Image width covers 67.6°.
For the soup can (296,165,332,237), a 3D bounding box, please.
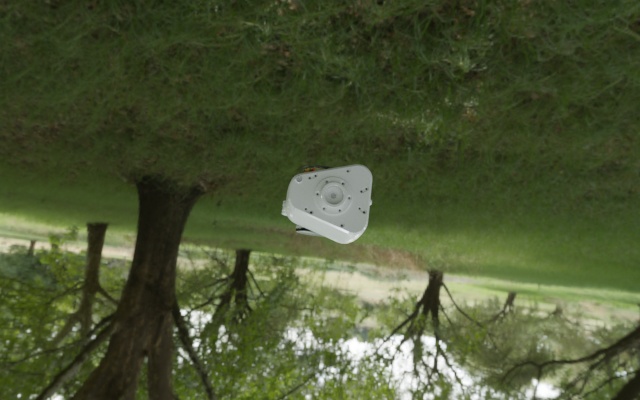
[{"bbox_3d":[0.000,0.003,0.751,0.068,0.102,0.068,7,-9,1],"label":"soup can"}]
